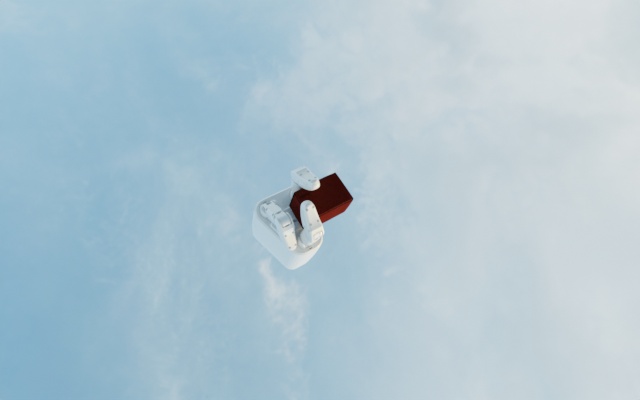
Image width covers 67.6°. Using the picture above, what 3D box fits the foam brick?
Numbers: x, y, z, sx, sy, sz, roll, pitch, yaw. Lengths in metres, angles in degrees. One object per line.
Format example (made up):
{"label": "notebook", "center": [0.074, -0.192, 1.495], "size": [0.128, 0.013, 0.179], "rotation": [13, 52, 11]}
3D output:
{"label": "foam brick", "center": [0.000, 0.002, 0.729], "size": [0.078, 0.053, 0.051], "rotation": [-26, -16, -21]}
